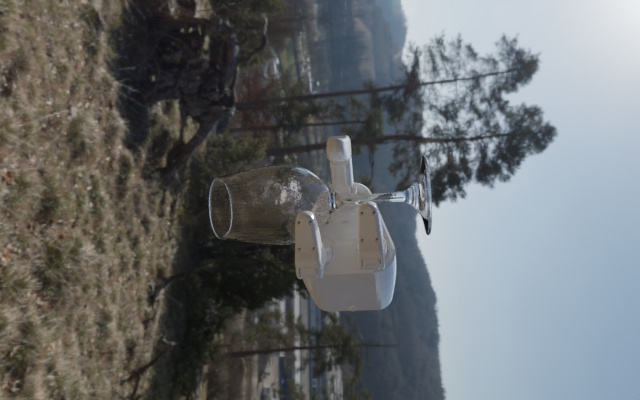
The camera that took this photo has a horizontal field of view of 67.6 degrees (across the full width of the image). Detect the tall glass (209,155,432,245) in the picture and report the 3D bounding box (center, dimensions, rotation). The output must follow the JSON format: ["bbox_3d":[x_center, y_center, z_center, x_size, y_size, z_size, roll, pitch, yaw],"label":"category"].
[{"bbox_3d":[0.001,0.001,0.455,0.201,0.079,0.079,-3,-1,7],"label":"tall glass"}]
